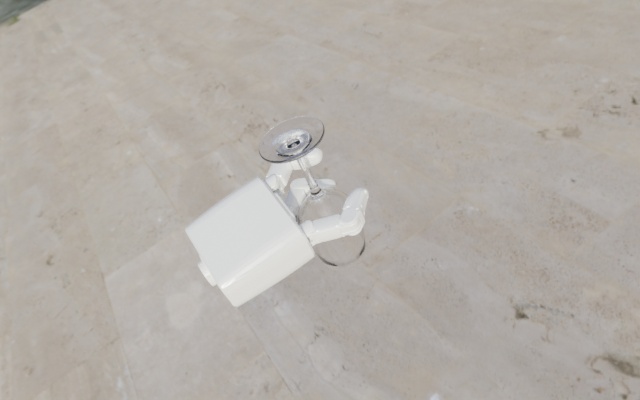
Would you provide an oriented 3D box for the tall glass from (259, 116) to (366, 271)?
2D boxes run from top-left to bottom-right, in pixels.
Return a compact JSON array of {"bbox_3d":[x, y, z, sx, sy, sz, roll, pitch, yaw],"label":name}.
[{"bbox_3d":[0.000,0.001,0.568,0.079,0.079,0.201,0,-42,26],"label":"tall glass"}]
